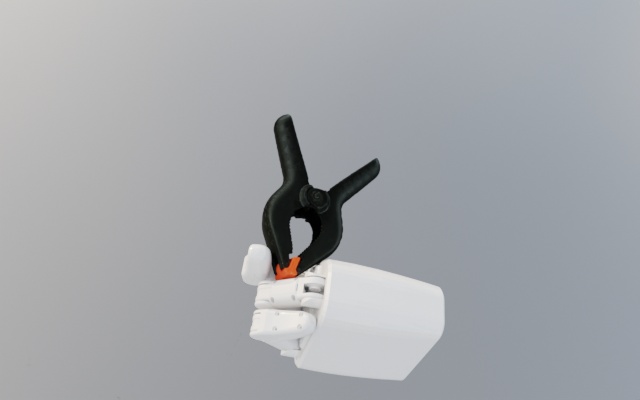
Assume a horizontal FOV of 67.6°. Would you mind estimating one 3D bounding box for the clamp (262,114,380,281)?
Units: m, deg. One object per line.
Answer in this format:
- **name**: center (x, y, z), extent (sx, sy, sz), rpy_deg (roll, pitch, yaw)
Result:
- **clamp**: center (0.000, 0.001, 0.466), extent (0.120, 0.171, 0.039), rpy_deg (14, -27, -11)
